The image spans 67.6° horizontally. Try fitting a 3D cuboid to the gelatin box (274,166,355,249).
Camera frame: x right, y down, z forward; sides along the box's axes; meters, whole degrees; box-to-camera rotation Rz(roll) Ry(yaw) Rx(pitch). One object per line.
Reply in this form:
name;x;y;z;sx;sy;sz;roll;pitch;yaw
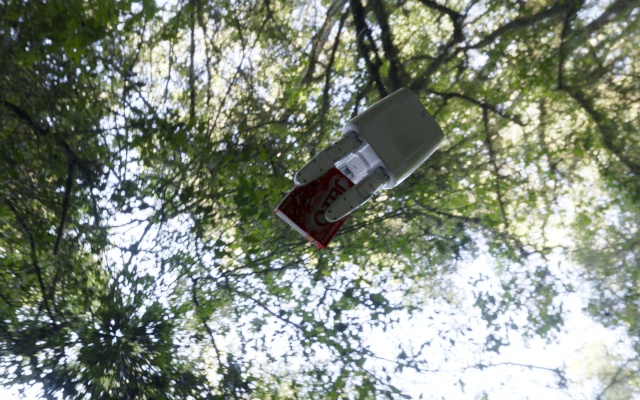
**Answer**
gelatin box;0.000;0.002;0.574;0.073;0.089;0.030;40;-18;-6
